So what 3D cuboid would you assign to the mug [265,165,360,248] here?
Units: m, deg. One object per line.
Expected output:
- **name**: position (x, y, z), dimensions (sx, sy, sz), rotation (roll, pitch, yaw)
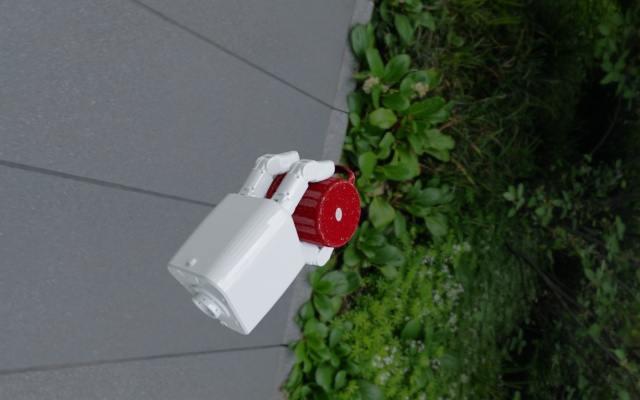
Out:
- **mug**: position (0.001, 0.001, 0.579), dimensions (0.081, 0.117, 0.093), rotation (11, -38, 40)
